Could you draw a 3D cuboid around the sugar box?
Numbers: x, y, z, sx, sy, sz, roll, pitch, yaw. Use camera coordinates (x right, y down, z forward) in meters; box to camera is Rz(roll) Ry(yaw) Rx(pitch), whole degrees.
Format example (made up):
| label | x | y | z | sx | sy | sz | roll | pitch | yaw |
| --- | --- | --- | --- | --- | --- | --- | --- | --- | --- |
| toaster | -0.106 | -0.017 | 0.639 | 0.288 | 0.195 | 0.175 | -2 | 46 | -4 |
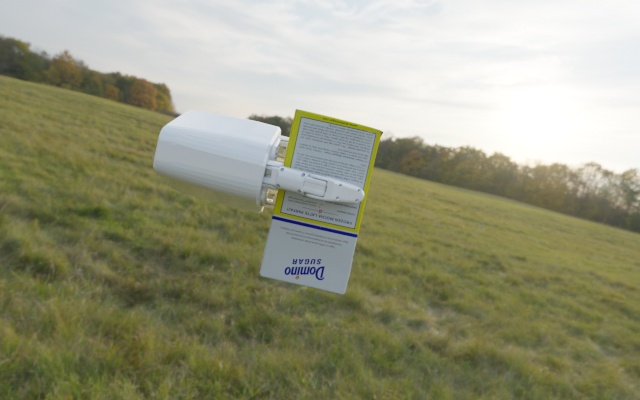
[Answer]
| label | x | y | z | sx | sy | sz | roll | pitch | yaw |
| --- | --- | --- | --- | --- | --- | --- | --- | --- | --- |
| sugar box | 0.000 | 0.001 | 0.504 | 0.093 | 0.176 | 0.048 | 13 | 6 | 0 |
